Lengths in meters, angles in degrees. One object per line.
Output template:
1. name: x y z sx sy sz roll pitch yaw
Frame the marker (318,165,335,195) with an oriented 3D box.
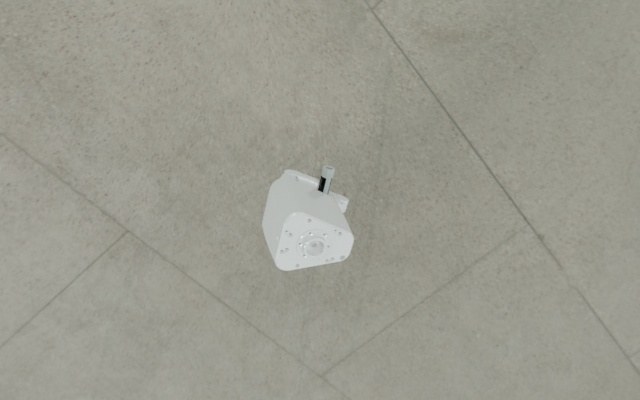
1. marker: 0.000 0.002 0.767 0.020 0.121 0.020 12 24 -5
